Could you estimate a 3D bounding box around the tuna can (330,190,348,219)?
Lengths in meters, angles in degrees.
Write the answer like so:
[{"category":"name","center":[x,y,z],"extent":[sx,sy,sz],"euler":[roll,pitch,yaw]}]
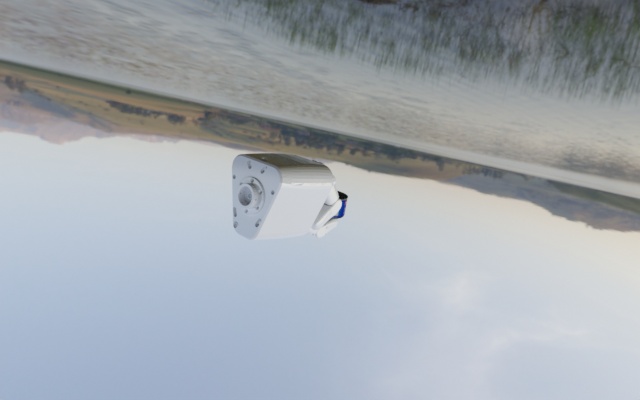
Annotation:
[{"category":"tuna can","center":[0.000,0.003,0.774],"extent":[0.086,0.034,0.086],"euler":[9,12,-2]}]
